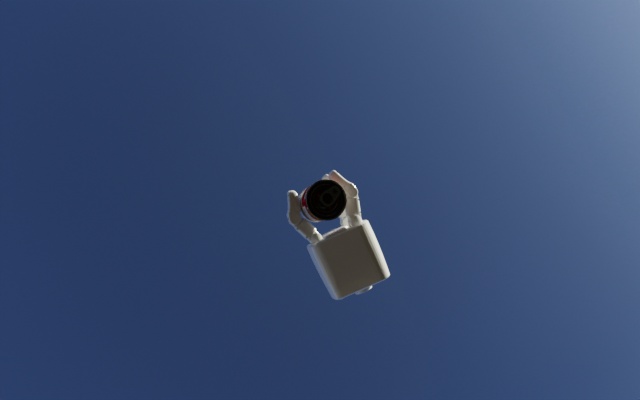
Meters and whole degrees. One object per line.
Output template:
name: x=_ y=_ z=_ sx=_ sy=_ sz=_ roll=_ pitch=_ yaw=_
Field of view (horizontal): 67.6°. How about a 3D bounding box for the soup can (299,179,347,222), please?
soup can: x=0.000 y=0.002 z=0.822 sx=0.068 sy=0.068 sz=0.102 roll=0 pitch=-4 yaw=-12
